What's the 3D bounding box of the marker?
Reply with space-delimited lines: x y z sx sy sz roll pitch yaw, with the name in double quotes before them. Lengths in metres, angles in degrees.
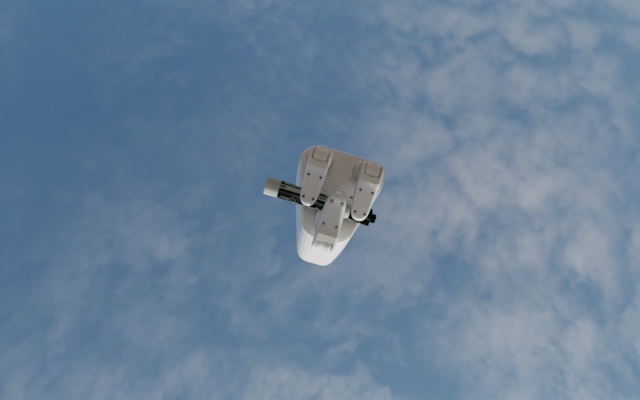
"marker" 0.000 0.002 0.502 0.121 0.020 0.020 17 0 -1
